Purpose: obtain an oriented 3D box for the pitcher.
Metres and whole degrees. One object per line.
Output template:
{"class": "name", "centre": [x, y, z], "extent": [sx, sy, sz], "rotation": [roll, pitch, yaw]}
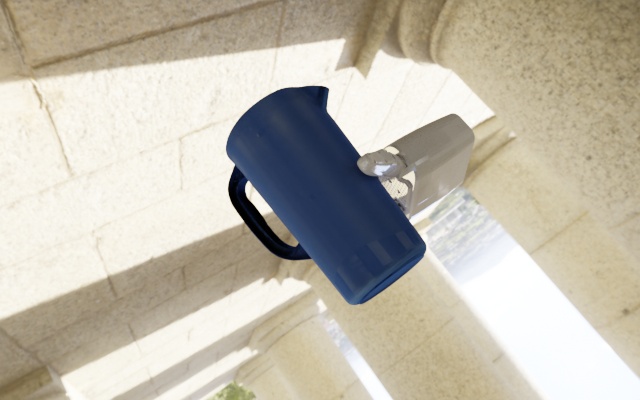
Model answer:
{"class": "pitcher", "centre": [0.000, 0.002, 0.557], "extent": [0.145, 0.242, 0.149], "rotation": [-29, -19, -24]}
